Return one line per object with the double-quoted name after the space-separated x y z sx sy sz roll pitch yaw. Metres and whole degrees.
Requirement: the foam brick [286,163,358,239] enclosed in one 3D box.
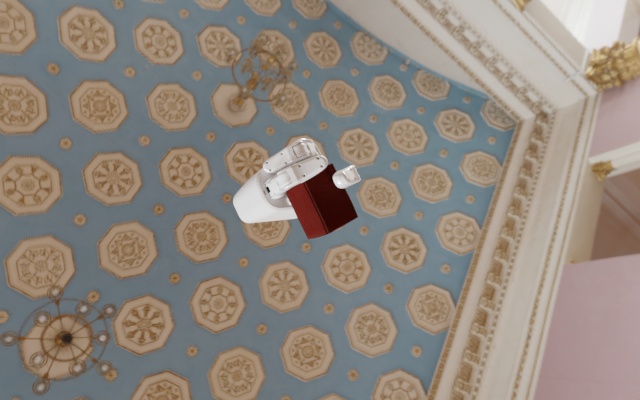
0.000 0.002 0.600 0.053 0.078 0.051 -24 -1 -33 "foam brick"
